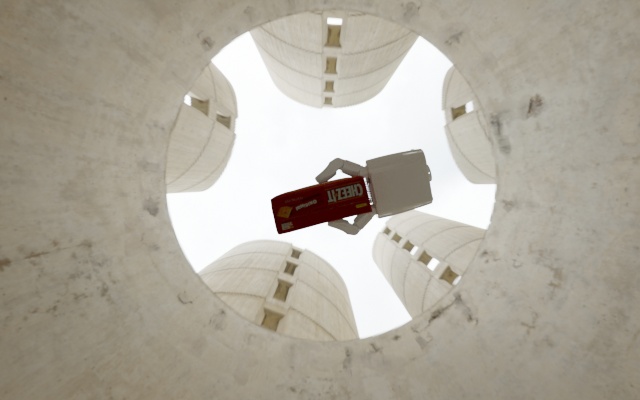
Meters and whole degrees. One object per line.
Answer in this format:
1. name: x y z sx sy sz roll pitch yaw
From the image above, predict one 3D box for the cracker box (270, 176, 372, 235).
1. cracker box: 0.000 0.003 0.892 0.164 0.072 0.213 -14 2 0
